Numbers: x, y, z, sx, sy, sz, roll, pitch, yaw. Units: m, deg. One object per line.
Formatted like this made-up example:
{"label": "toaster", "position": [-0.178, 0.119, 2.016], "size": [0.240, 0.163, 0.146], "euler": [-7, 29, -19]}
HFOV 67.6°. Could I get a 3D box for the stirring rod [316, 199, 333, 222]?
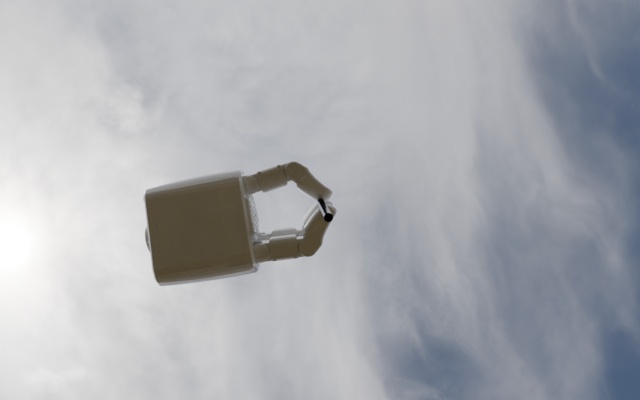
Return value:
{"label": "stirring rod", "position": [0.000, 0.002, 0.525], "size": [0.011, 0.011, 0.239], "euler": [0, 6, -3]}
